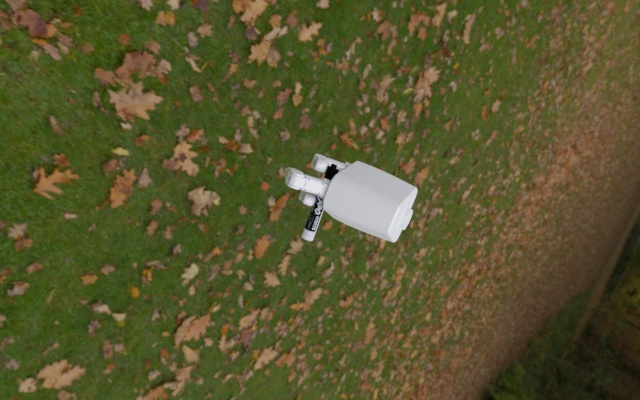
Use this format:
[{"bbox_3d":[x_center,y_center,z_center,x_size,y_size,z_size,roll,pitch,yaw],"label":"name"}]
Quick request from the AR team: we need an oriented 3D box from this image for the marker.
[{"bbox_3d":[0.000,0.002,0.714,0.020,0.121,0.020,20,11,-4],"label":"marker"}]
